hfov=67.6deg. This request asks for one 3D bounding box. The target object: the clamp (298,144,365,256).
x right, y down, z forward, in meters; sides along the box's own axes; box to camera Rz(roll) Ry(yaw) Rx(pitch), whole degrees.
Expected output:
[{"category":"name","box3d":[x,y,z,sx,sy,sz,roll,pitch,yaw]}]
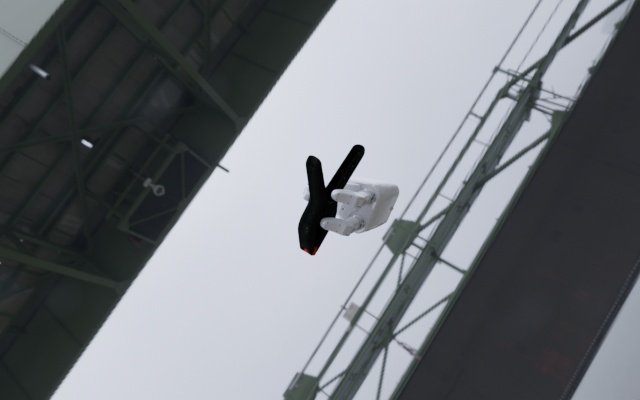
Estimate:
[{"category":"clamp","box3d":[-0.001,0.003,0.814,0.036,0.210,0.164,29,19,25]}]
